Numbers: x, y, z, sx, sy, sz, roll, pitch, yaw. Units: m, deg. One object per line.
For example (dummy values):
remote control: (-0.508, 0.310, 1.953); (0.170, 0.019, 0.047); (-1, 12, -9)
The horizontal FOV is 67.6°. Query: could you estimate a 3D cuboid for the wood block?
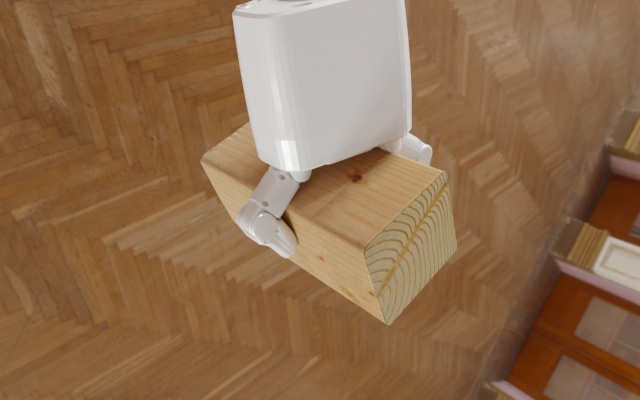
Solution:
wood block: (0.000, 0.001, 0.411); (0.091, 0.090, 0.206); (-41, 44, -23)
